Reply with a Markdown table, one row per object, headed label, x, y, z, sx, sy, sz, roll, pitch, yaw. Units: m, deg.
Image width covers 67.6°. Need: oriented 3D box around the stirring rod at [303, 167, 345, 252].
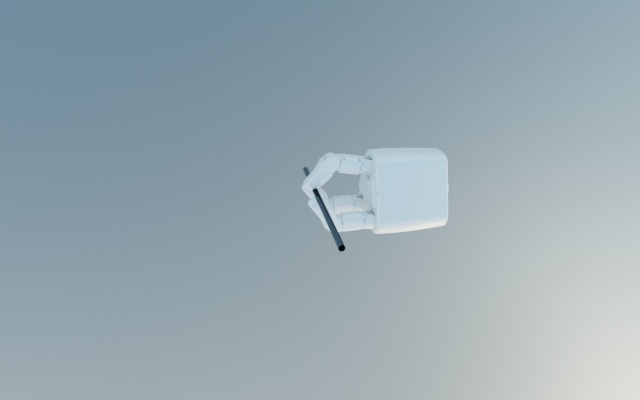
| label | x | y | z | sx | sy | sz | roll | pitch | yaw |
| --- | --- | --- | --- | --- | --- | --- | --- | --- | --- |
| stirring rod | 0.000 | 0.002 | 0.619 | 0.011 | 0.011 | 0.239 | 0 | 24 | -12 |
